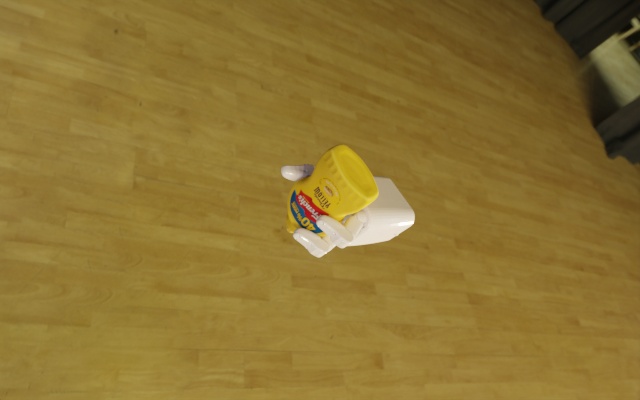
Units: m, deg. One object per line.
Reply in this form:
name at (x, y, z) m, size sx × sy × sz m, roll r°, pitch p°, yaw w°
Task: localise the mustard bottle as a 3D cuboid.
mustard bottle at (0.000, 0.002, 0.735) m, size 0.058 × 0.096 × 0.192 m, roll -31°, pitch -7°, yaw -44°
